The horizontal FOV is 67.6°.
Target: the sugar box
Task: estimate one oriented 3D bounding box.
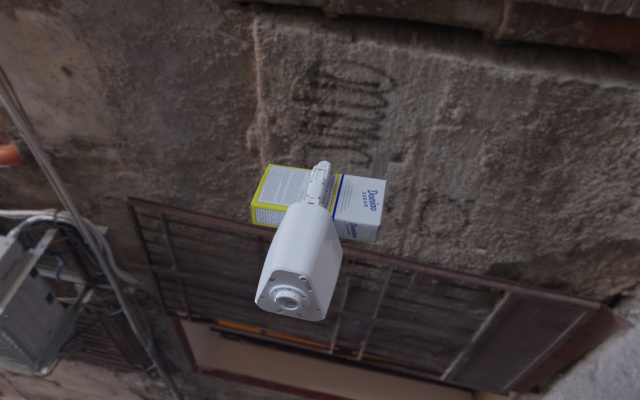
[{"bbox_3d":[0.000,0.003,0.673,0.176,0.048,0.093,11,46,6],"label":"sugar box"}]
